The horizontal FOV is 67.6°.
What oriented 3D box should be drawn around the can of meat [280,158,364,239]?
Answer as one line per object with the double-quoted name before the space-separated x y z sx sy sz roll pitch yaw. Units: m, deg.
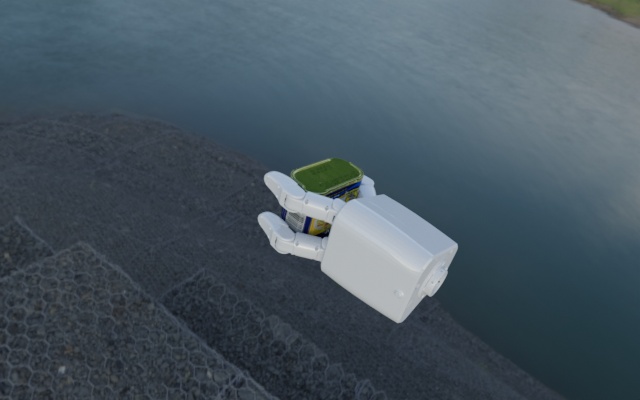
"can of meat" 0.000 0.002 0.578 0.057 0.084 0.102 37 39 28
